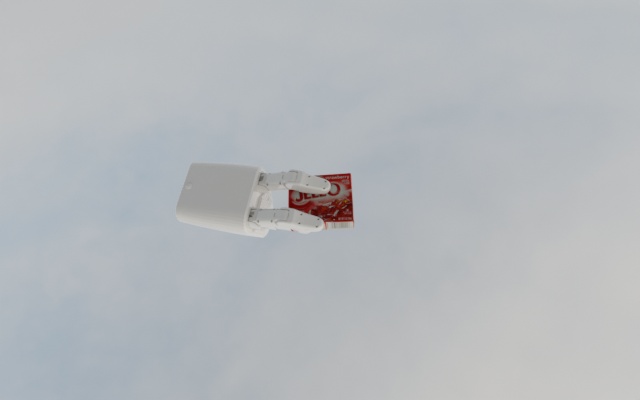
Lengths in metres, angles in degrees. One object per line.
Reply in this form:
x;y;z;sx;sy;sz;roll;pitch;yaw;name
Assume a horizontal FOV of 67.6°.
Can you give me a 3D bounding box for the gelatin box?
0.000;0.002;0.656;0.089;0.073;0.030;-3;-25;2;gelatin box
